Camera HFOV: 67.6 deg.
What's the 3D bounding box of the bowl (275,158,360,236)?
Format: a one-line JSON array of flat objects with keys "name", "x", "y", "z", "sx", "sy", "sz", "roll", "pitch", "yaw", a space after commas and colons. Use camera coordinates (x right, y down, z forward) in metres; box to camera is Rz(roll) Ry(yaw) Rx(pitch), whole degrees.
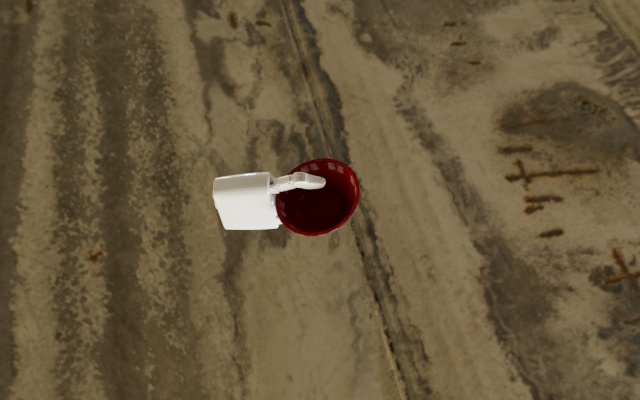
[{"name": "bowl", "x": 0.002, "y": 0.003, "z": 0.889, "sx": 0.162, "sy": 0.162, "sz": 0.055, "roll": 0, "pitch": -28, "yaw": 18}]
